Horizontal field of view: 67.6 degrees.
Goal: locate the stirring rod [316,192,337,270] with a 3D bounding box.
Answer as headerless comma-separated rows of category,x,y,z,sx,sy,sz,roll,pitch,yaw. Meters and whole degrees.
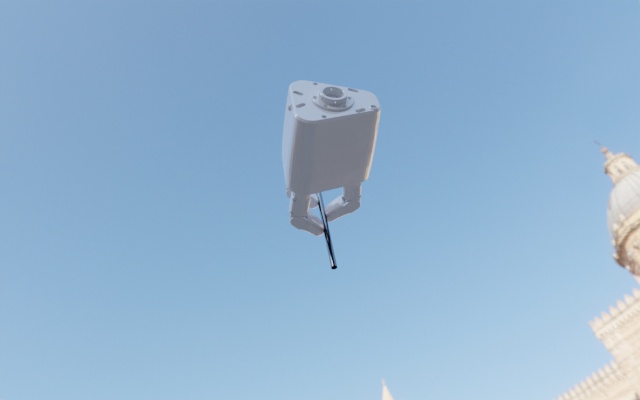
stirring rod,0.000,0.002,0.686,0.011,0.011,0.239,0,43,-11
